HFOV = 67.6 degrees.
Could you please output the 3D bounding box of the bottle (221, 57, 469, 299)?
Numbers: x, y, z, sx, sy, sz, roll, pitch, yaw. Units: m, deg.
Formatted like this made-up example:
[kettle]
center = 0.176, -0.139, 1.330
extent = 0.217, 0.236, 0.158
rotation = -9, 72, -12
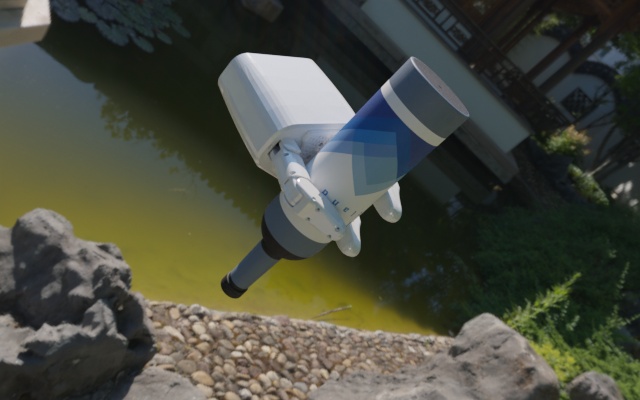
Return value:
[bottle]
center = 0.000, 0.001, 0.442
extent = 0.296, 0.069, 0.069
rotation = -44, -23, 26
